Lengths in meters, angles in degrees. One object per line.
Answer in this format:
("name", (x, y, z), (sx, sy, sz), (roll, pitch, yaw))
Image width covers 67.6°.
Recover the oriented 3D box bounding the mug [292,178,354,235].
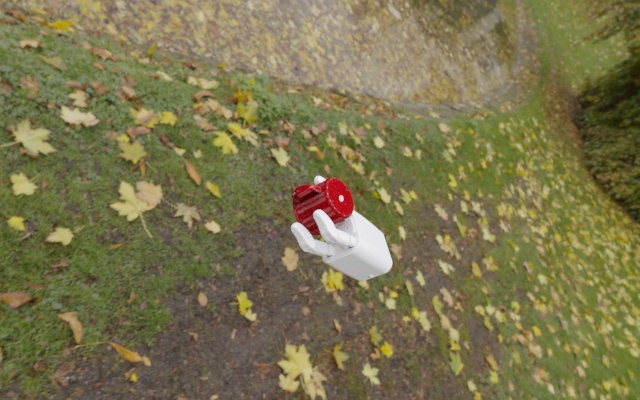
("mug", (-0.001, 0.002, 0.887), (0.081, 0.093, 0.117), (-28, -46, 34))
